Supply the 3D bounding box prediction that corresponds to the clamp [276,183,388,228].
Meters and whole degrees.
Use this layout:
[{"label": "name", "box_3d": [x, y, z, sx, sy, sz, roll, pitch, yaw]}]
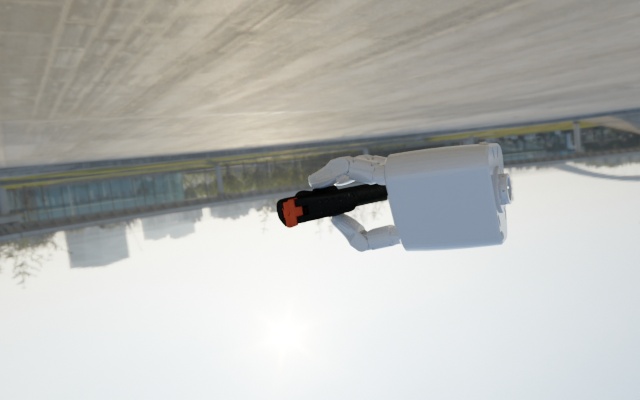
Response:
[{"label": "clamp", "box_3d": [0.000, 0.003, 0.579, 0.164, 0.036, 0.210, -7, 4, 30]}]
